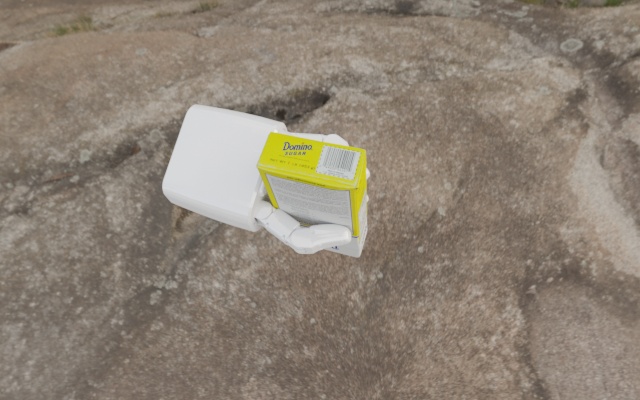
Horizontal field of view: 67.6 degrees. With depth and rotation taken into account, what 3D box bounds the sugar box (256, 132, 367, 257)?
[{"bbox_3d":[0.000,0.001,0.493,0.093,0.048,0.176,13,-22,11],"label":"sugar box"}]
